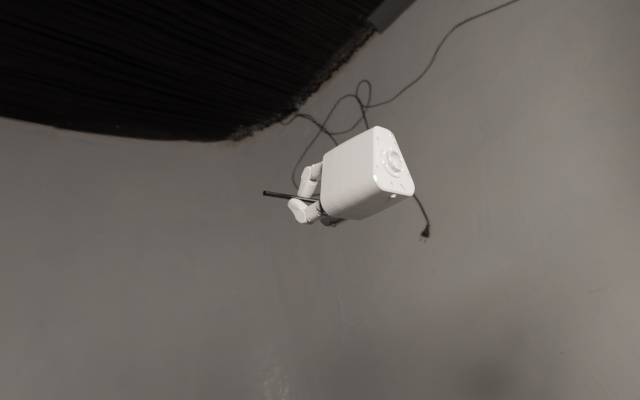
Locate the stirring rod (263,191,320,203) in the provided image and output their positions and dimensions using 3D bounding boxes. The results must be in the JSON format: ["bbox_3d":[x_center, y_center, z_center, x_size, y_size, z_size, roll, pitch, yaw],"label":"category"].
[{"bbox_3d":[0.000,0.003,0.818,0.239,0.011,0.011,9,-6,-43],"label":"stirring rod"}]
